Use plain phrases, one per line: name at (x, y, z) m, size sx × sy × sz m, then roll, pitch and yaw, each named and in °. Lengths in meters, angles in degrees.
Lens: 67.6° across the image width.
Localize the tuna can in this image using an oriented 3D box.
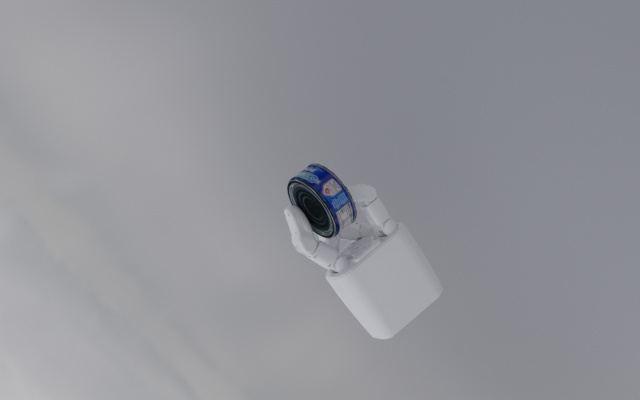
tuna can at (0.000, 0.002, 0.557) m, size 0.033 × 0.086 × 0.086 m, roll -37°, pitch 18°, yaw -25°
